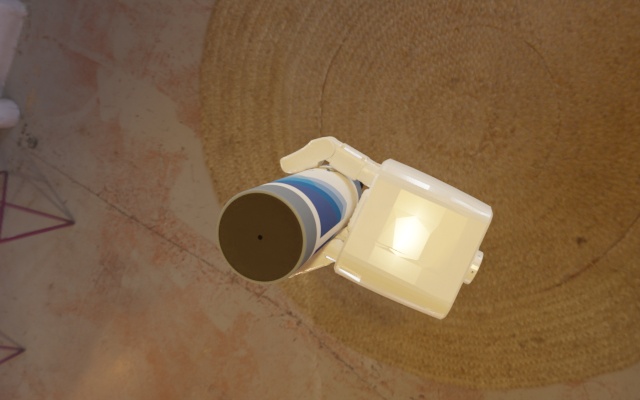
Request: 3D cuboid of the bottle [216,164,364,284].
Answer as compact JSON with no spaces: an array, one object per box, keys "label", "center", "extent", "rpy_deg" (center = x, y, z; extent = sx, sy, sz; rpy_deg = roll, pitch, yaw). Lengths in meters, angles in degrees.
[{"label":"bottle","center":[0.000,0.002,0.461],"extent":[0.069,0.069,0.295],"rpy_deg":[0,9,16]}]
